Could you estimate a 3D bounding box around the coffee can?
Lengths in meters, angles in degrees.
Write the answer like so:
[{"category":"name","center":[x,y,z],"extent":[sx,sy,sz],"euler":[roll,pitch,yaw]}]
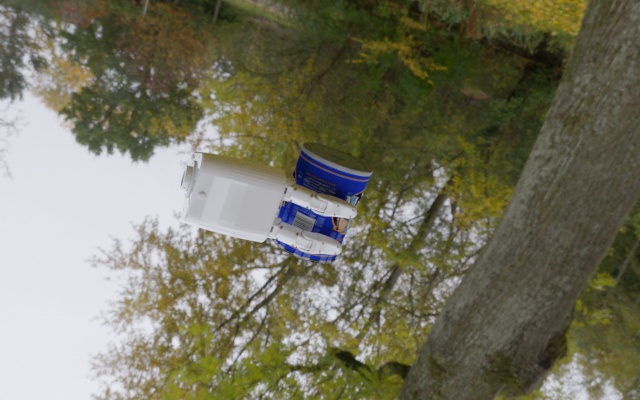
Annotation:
[{"category":"coffee can","center":[0.000,0.002,0.671],"extent":[0.103,0.140,0.102],"euler":[20,16,-6]}]
